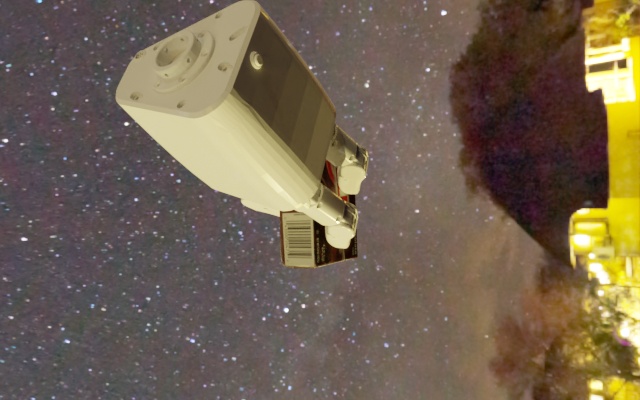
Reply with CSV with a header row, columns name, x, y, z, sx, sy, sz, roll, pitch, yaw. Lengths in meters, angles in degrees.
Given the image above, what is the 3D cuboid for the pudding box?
name,x,y,z,sx,sy,sz,roll,pitch,yaw
pudding box,0.000,0.001,0.439,0.039,0.113,0.090,-1,-1,29
